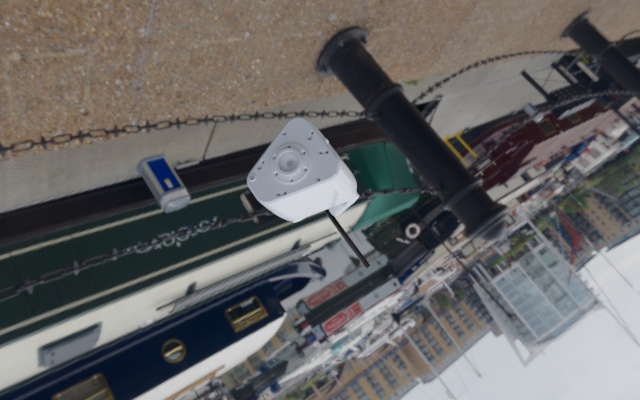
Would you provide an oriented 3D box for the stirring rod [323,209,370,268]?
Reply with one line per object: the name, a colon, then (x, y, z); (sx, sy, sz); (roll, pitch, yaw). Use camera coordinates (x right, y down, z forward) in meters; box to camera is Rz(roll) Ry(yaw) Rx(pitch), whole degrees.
stirring rod: (0.000, 0.002, 0.719); (0.011, 0.239, 0.011); (-33, -17, -11)
